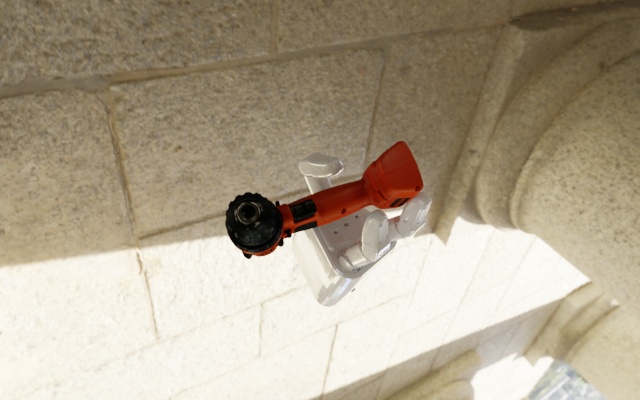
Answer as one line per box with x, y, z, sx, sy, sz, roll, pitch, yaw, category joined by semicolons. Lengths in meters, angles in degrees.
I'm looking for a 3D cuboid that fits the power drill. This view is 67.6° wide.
0.000;0.001;0.467;0.187;0.057;0.184;-19;-7;-8;power drill
